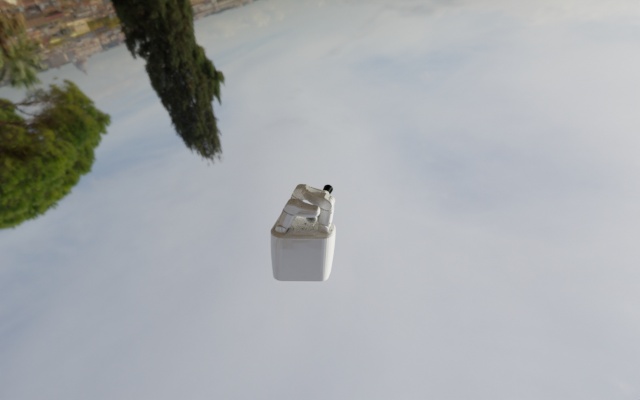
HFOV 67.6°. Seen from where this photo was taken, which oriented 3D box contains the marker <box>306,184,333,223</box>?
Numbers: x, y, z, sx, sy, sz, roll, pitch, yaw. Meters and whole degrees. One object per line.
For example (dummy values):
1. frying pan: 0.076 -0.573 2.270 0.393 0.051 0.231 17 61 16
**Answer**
1. marker: 0.000 0.003 0.875 0.020 0.020 0.121 0 28 18
